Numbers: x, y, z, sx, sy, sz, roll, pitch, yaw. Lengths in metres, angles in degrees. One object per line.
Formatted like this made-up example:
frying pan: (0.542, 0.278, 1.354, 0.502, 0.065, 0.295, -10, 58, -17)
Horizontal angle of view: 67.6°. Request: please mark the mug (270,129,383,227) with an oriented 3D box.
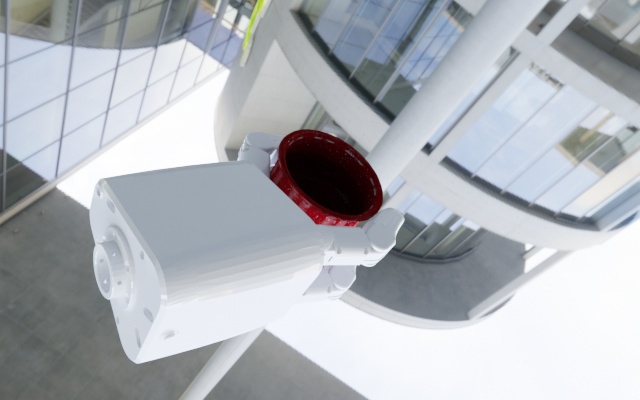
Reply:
mug: (0.001, 0.001, 0.404, 0.117, 0.093, 0.081, -7, -33, -40)
